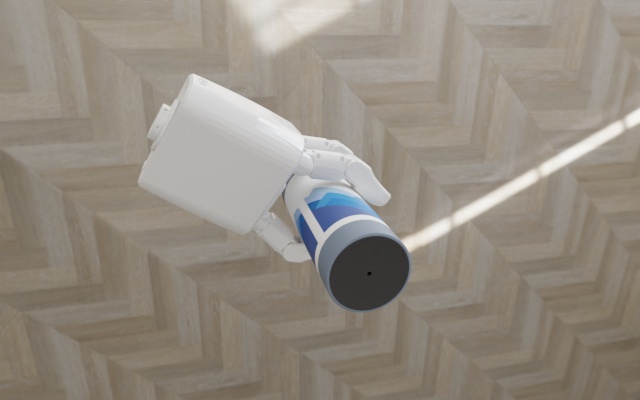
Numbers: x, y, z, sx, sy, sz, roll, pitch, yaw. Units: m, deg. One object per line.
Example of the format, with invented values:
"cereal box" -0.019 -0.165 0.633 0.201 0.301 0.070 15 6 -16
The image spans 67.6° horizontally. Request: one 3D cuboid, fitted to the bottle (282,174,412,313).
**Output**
"bottle" 0.000 0.002 0.480 0.069 0.069 0.295 0 21 -15
